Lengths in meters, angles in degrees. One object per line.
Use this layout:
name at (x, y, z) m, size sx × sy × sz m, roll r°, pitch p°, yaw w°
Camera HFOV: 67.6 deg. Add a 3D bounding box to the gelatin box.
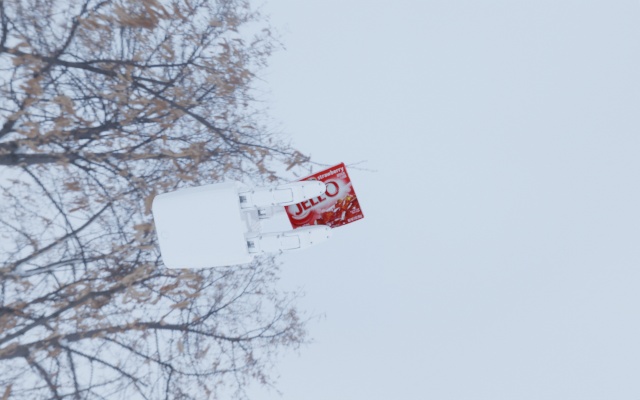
gelatin box at (0.000, 0.002, 0.590) m, size 0.089 × 0.073 × 0.030 m, roll -21°, pitch 7°, yaw 3°
